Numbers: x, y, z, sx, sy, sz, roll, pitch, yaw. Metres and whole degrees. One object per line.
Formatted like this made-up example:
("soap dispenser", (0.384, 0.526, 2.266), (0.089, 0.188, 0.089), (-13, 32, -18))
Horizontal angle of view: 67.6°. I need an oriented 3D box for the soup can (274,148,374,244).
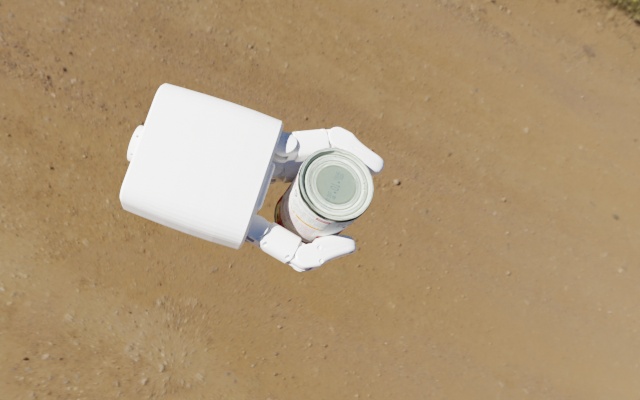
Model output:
("soup can", (0.001, 0.002, 0.439), (0.068, 0.068, 0.102), (0, -19, -17))
